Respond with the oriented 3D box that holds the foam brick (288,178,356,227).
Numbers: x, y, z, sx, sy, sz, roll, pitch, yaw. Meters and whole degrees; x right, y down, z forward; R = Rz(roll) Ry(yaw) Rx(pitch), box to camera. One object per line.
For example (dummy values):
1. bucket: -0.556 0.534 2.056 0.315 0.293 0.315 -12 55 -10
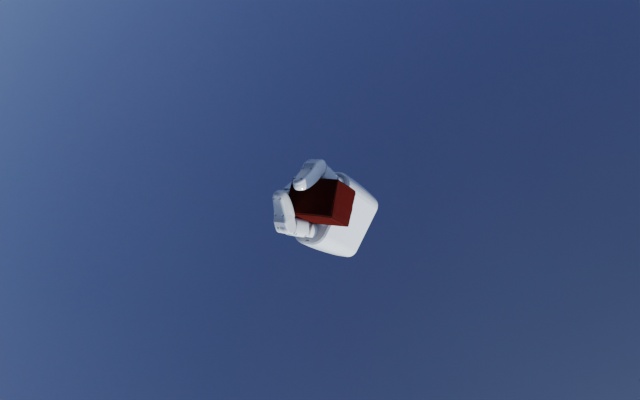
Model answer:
1. foam brick: 0.000 0.002 0.650 0.078 0.053 0.051 4 -15 35
